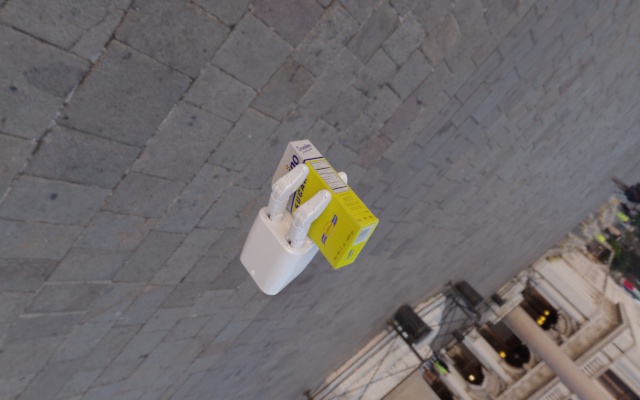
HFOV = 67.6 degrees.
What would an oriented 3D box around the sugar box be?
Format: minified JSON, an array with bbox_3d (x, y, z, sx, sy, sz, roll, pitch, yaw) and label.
[{"bbox_3d":[0.000,0.003,0.695,0.048,0.093,0.176,-16,55,-43],"label":"sugar box"}]
